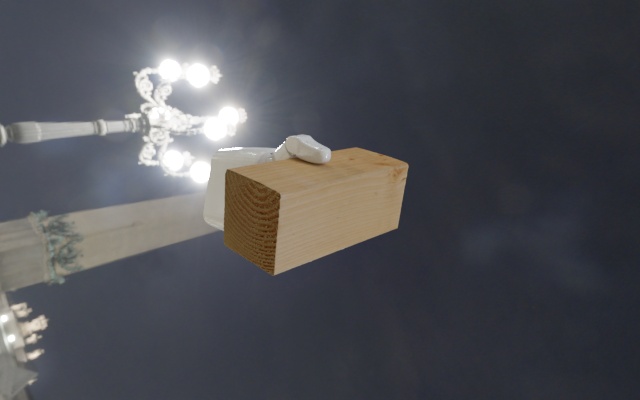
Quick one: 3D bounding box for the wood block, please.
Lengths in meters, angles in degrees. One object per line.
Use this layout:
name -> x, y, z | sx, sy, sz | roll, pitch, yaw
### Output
wood block -> 0.000, 0.001, 0.552 | 0.090, 0.091, 0.206 | 24, 27, 39
